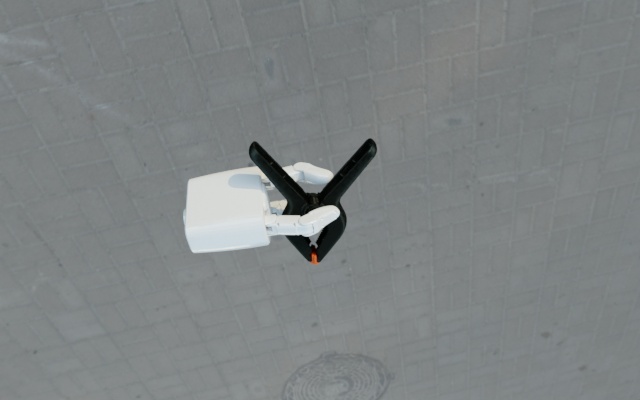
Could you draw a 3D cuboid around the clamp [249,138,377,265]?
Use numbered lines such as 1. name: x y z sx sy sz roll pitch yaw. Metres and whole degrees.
1. clamp: 0.000 0.003 0.664 0.164 0.210 0.036 -7 36 2
